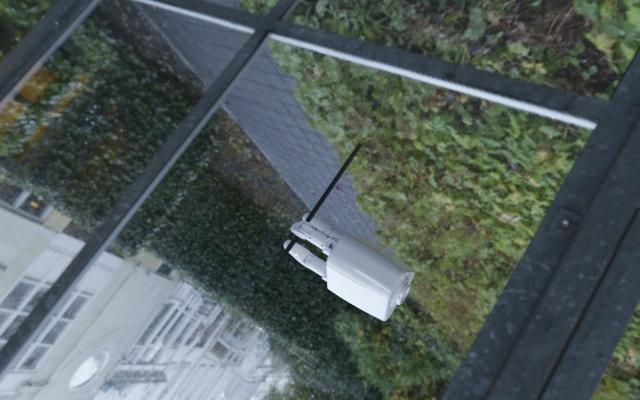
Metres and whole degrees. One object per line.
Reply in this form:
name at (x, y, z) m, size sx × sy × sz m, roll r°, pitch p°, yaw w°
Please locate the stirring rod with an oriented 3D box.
stirring rod at (0.000, 0.002, 0.777) m, size 0.011 × 0.239 × 0.011 m, roll 33°, pitch -13°, yaw 8°
